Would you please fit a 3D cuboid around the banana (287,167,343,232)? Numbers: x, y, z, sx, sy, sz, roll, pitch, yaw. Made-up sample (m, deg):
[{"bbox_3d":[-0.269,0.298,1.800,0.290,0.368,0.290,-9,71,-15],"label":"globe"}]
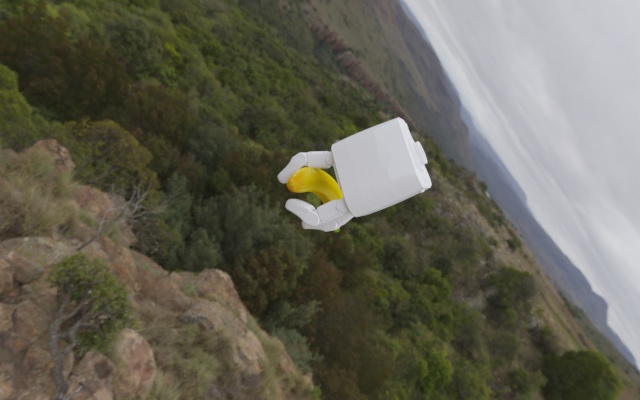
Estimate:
[{"bbox_3d":[0.001,-0.013,0.743,0.037,0.069,0.198,-12,-26,20],"label":"banana"}]
